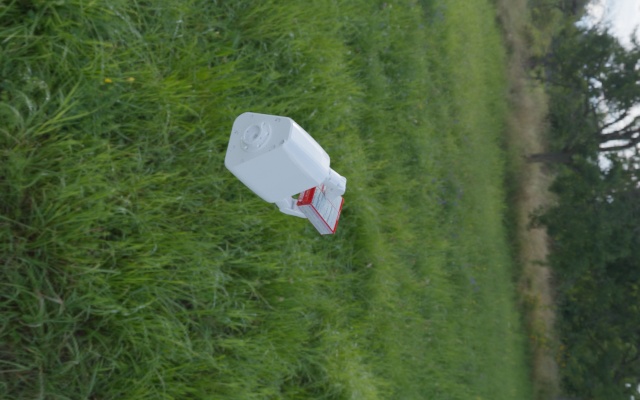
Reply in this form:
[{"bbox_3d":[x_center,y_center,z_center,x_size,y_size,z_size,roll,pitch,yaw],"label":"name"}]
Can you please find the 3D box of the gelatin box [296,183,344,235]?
[{"bbox_3d":[0.001,0.003,0.791,0.030,0.073,0.089,-8,-41,31],"label":"gelatin box"}]
